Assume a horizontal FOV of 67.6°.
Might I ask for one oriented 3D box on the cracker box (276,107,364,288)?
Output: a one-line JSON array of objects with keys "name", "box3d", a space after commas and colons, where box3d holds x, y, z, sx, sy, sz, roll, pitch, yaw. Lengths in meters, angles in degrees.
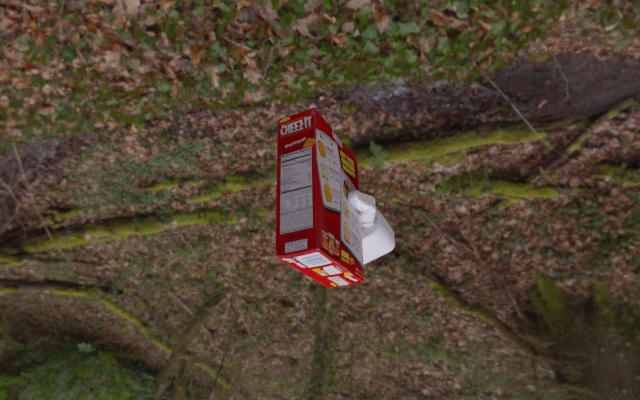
[{"name": "cracker box", "box3d": [0.000, 0.002, 0.696, 0.072, 0.213, 0.164, -13, -28, 22]}]
